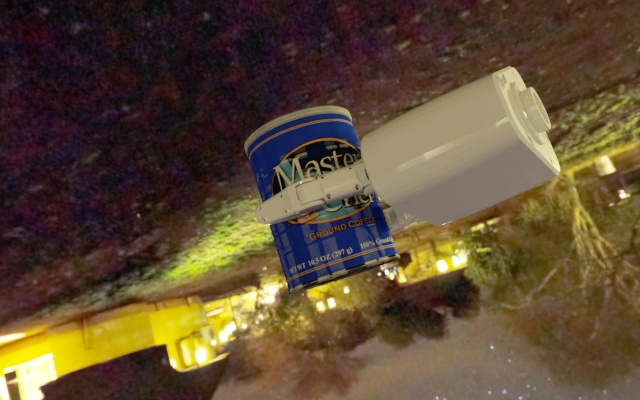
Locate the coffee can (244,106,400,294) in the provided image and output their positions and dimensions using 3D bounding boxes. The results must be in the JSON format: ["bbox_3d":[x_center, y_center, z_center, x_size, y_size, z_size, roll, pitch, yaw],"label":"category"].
[{"bbox_3d":[0.000,0.001,0.430,0.103,0.140,0.103,-18,-11,-4],"label":"coffee can"}]
